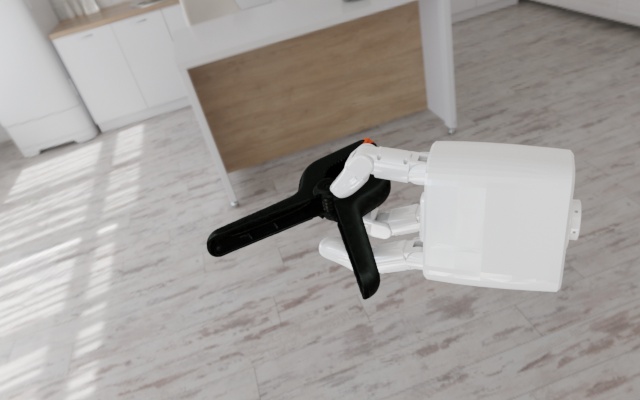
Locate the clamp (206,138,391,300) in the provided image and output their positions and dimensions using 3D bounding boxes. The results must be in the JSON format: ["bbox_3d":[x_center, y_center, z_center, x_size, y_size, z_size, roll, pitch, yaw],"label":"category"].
[{"bbox_3d":[0.000,0.001,0.466,0.164,0.036,0.209,7,39,20],"label":"clamp"}]
